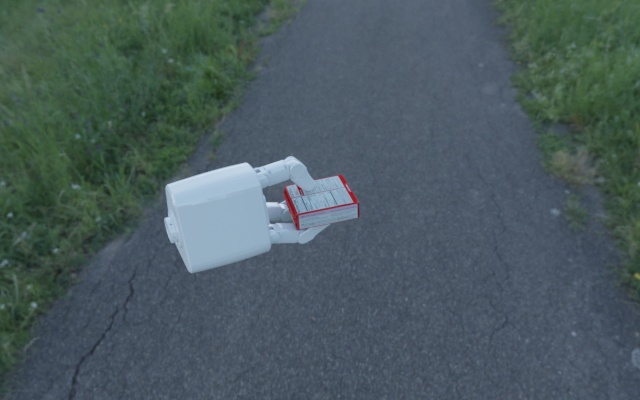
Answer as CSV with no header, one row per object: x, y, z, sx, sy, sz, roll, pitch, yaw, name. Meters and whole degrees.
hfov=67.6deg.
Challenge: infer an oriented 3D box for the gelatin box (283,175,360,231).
0.000,0.002,0.652,0.089,0.030,0.073,-12,36,-11,gelatin box
